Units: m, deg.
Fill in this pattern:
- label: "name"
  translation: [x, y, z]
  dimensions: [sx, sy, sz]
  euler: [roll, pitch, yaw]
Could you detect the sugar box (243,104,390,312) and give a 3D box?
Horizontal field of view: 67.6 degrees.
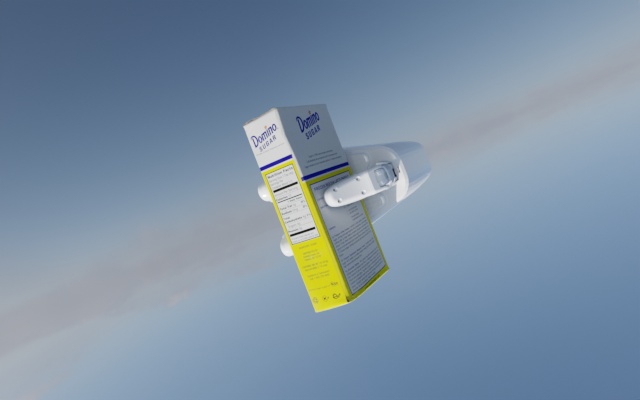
- label: "sugar box"
  translation: [0.000, 0.002, 0.441]
  dimensions: [0.048, 0.176, 0.093]
  euler: [-23, 0, 31]
